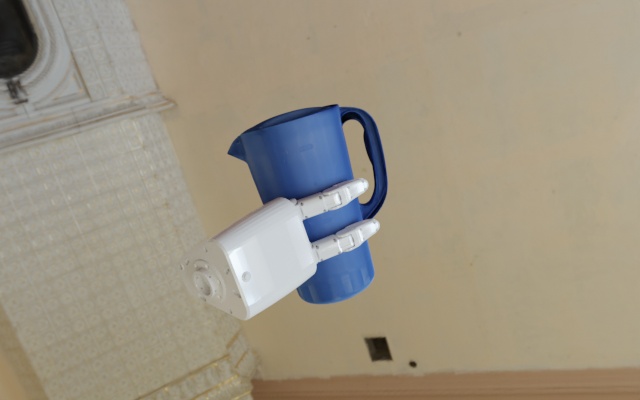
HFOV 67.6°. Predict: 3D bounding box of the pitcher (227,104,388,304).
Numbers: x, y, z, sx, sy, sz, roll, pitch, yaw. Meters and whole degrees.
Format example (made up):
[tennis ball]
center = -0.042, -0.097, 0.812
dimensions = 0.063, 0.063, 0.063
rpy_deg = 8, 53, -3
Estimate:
[pitcher]
center = 0.000, 0.002, 0.617
dimensions = 0.149, 0.243, 0.145
rpy_deg = -4, 19, 43
